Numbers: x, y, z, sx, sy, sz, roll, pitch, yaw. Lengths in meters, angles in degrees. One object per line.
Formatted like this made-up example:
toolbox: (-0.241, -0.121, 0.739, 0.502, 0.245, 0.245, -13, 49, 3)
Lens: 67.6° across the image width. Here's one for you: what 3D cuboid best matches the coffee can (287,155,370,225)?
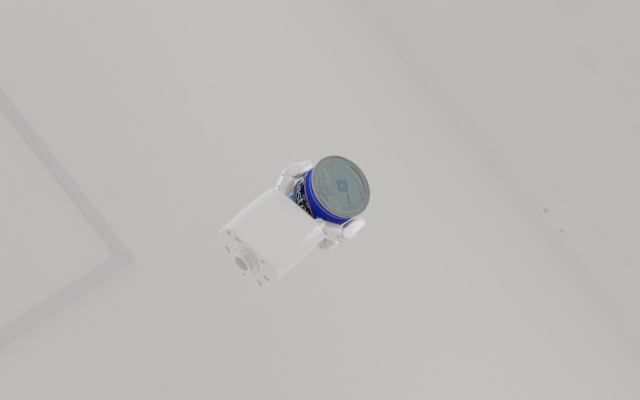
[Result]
coffee can: (0.000, 0.002, 0.784, 0.103, 0.102, 0.140, 0, -22, -32)
